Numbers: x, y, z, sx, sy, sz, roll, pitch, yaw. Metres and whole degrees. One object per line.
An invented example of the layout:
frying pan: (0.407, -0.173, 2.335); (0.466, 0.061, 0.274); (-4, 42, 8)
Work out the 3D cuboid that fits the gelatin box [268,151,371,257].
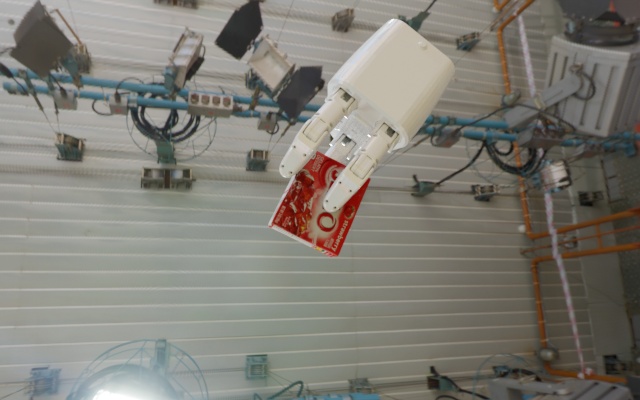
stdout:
gelatin box: (0.000, 0.002, 0.479); (0.073, 0.089, 0.030); (27, -15, -8)
